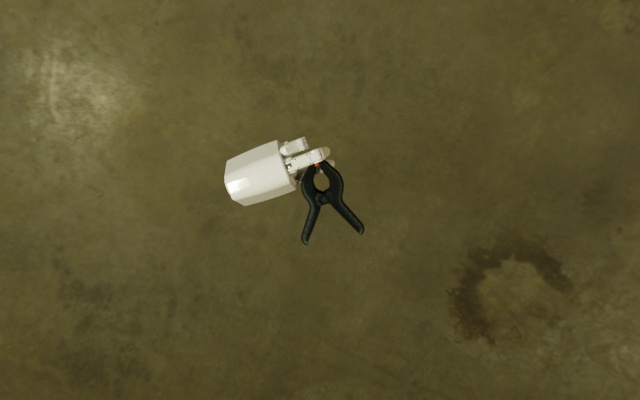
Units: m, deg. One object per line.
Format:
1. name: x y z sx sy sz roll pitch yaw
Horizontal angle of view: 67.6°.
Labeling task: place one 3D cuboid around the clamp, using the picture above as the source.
1. clamp: 0.000 0.003 0.890 0.120 0.171 0.039 -21 9 1
